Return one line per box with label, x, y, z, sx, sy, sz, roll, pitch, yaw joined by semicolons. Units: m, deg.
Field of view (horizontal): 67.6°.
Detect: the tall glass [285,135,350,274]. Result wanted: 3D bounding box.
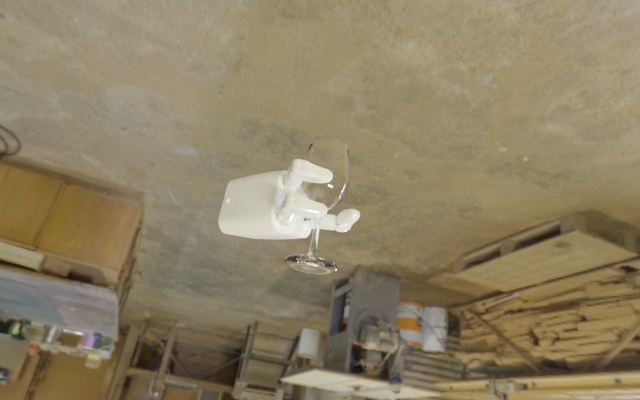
tall glass;0.000;0.003;0.711;0.079;0.201;0.079;8;-26;4
